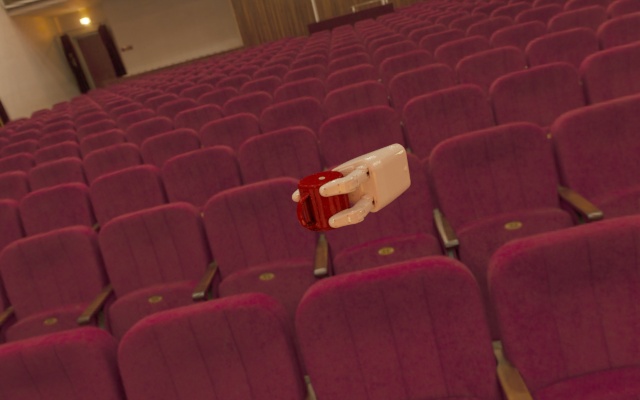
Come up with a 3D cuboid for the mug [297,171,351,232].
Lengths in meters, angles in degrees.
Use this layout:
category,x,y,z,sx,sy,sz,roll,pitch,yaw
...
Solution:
category,x,y,z,sx,sy,sz,roll,pitch,yaw
mug,-0.001,0.003,0.824,0.093,0.081,0.117,4,25,43
